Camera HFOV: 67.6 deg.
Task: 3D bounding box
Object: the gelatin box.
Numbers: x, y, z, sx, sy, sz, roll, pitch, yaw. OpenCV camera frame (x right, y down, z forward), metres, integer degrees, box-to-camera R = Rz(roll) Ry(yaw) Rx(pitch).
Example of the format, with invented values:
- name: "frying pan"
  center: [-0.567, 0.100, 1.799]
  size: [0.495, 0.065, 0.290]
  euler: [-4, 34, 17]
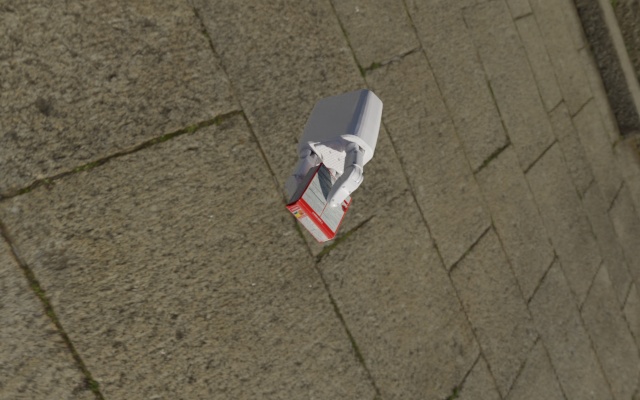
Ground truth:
- name: "gelatin box"
  center: [0.000, 0.002, 0.660]
  size: [0.030, 0.073, 0.089]
  euler: [-24, 26, 39]
